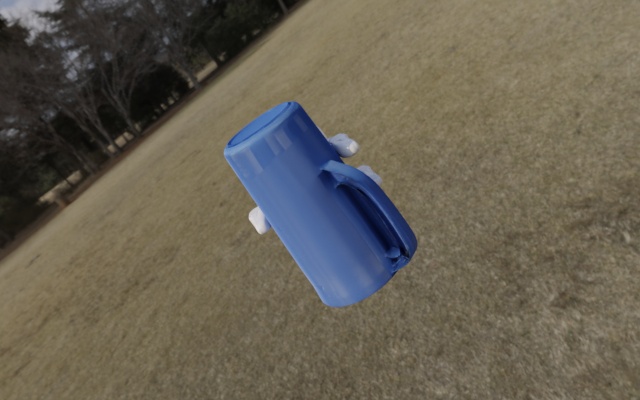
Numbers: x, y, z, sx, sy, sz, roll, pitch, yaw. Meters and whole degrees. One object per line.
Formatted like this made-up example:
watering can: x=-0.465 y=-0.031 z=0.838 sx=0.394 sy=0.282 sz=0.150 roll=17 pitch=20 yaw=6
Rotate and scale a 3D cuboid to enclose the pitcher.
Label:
pitcher: x=0.000 y=0.002 z=0.588 sx=0.149 sy=0.243 sz=0.145 roll=-33 pitch=20 yaw=6
